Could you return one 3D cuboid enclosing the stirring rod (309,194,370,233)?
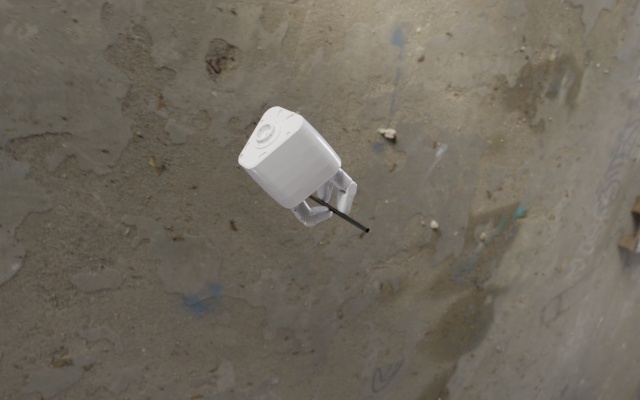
[{"bbox_3d":[0.000,0.003,0.809,0.011,0.011,0.239,0,21,-39],"label":"stirring rod"}]
